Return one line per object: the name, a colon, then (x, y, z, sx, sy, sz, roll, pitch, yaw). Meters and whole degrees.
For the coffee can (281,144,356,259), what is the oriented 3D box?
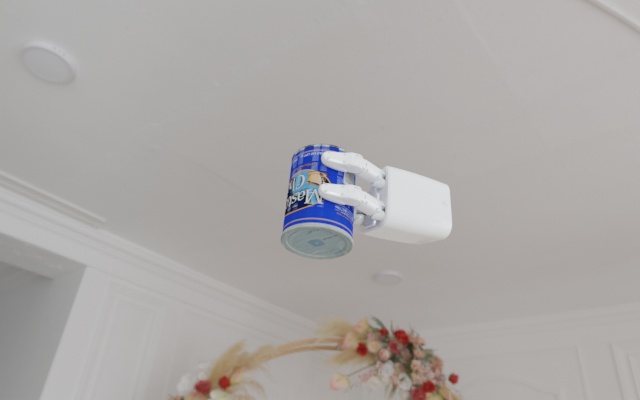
coffee can: (0.000, 0.002, 0.708, 0.103, 0.140, 0.103, 4, -31, 2)
